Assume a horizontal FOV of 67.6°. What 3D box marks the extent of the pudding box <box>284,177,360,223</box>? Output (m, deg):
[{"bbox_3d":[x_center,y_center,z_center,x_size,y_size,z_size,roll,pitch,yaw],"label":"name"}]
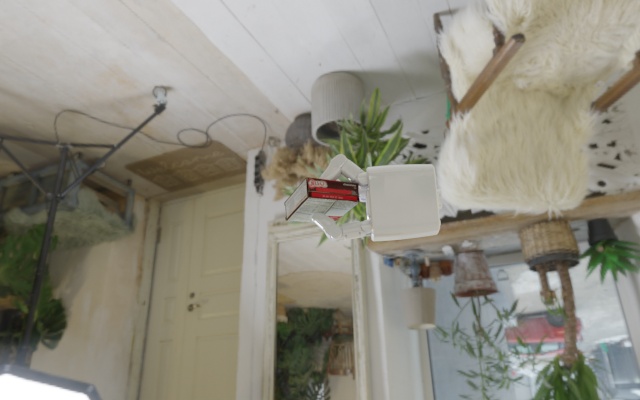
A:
[{"bbox_3d":[0.000,0.003,0.779,0.090,0.039,0.113,6,-25,-21],"label":"pudding box"}]
